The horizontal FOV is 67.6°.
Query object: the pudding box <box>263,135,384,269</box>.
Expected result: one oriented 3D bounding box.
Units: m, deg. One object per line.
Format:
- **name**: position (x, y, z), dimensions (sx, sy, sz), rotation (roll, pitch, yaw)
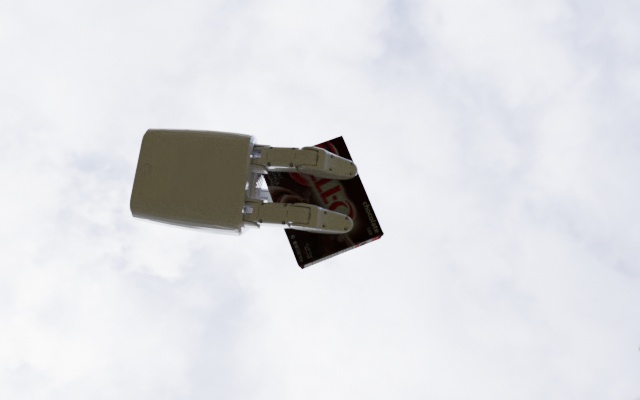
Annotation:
- **pudding box**: position (0.000, 0.002, 0.482), dimensions (0.090, 0.113, 0.039), rotation (-21, -10, -6)
